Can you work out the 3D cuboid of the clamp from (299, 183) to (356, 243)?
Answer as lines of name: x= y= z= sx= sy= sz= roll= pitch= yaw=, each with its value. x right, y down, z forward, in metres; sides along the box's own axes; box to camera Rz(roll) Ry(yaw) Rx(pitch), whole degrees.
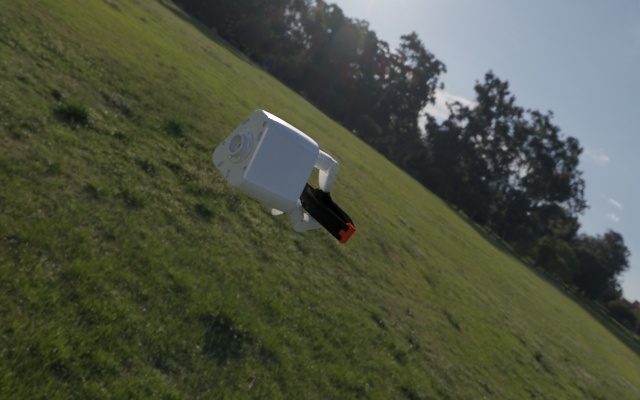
clamp: x=0.001 y=0.002 z=0.777 sx=0.164 sy=0.036 sz=0.210 roll=26 pitch=15 yaw=-47
